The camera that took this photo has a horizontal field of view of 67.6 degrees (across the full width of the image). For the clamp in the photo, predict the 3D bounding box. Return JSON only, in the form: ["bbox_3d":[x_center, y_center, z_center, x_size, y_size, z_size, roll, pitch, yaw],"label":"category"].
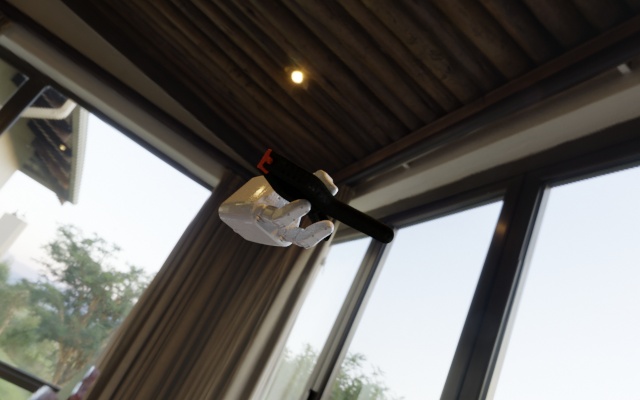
[{"bbox_3d":[0.000,0.001,0.690,0.164,0.036,0.210,1,-35,49],"label":"clamp"}]
